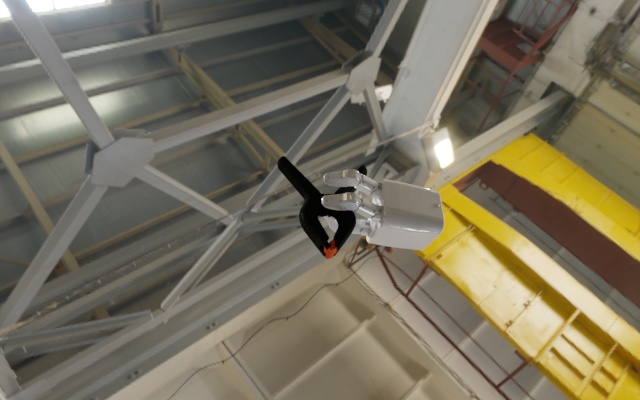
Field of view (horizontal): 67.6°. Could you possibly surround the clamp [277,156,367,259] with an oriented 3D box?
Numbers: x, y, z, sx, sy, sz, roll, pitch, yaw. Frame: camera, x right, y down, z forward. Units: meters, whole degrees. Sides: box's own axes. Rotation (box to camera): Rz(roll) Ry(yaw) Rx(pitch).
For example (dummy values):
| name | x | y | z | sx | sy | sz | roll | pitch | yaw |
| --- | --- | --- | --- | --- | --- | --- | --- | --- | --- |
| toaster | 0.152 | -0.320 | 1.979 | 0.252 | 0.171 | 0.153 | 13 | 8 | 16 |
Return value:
| name | x | y | z | sx | sy | sz | roll | pitch | yaw |
| --- | --- | --- | --- | --- | --- | --- | --- | --- | --- |
| clamp | 0.000 | 0.004 | 0.806 | 0.164 | 0.209 | 0.036 | 10 | -43 | -6 |
